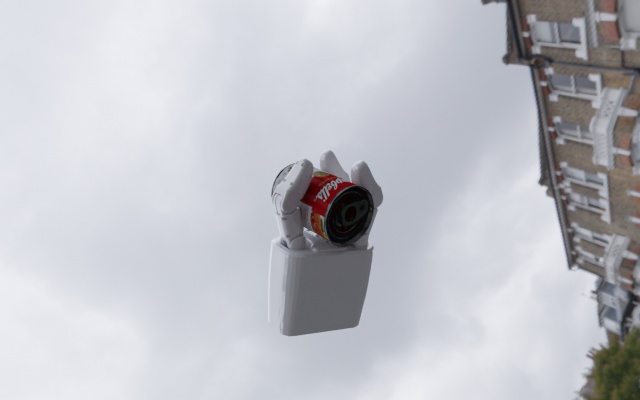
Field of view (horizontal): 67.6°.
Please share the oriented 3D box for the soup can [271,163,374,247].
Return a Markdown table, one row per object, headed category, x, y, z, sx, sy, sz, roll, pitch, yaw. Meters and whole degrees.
| category | x | y | z | sx | sy | sz | roll | pitch | yaw |
| --- | --- | --- | --- | --- | --- | --- | --- | --- | --- |
| soup can | 0.000 | 0.001 | 0.532 | 0.068 | 0.068 | 0.102 | 0 | 18 | -41 |
